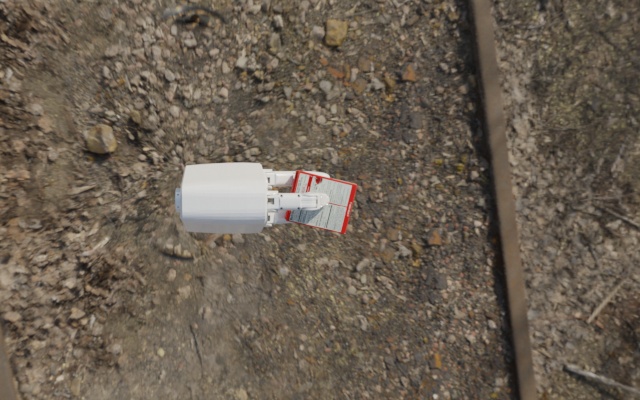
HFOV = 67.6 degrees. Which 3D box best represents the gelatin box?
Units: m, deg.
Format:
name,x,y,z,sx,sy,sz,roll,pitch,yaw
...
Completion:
name,x,y,z,sx,sy,sz,roll,pitch,yaw
gelatin box,0.001,0.002,0.678,0.089,0.073,0.030,13,2,-9
